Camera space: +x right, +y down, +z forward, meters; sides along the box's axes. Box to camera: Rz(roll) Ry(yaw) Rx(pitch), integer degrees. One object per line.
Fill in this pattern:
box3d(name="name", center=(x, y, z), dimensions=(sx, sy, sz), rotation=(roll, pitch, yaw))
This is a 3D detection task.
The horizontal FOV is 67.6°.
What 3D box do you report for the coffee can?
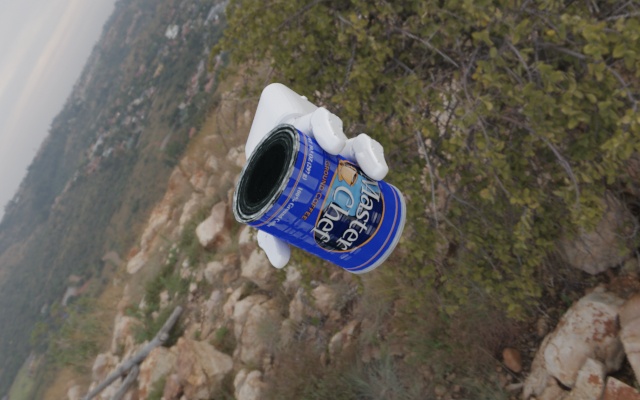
box3d(name="coffee can", center=(0.000, 0.002, 0.475), dimensions=(0.140, 0.102, 0.103), rotation=(28, -15, -30))
